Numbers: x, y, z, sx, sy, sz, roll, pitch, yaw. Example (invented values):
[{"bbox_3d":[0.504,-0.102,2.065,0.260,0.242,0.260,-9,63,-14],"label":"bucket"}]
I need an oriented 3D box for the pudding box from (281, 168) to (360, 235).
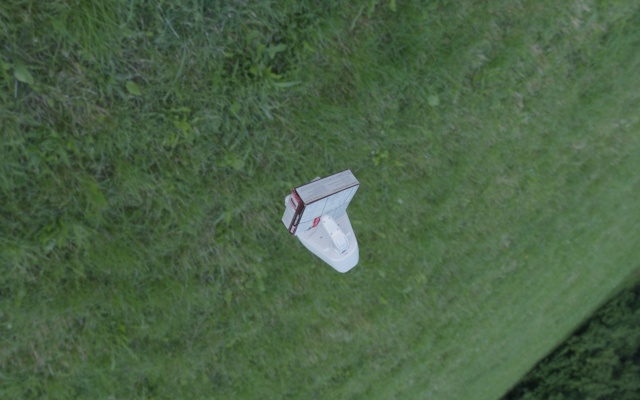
[{"bbox_3d":[0.000,0.003,0.765,0.113,0.039,0.090,-23,-27,-32],"label":"pudding box"}]
